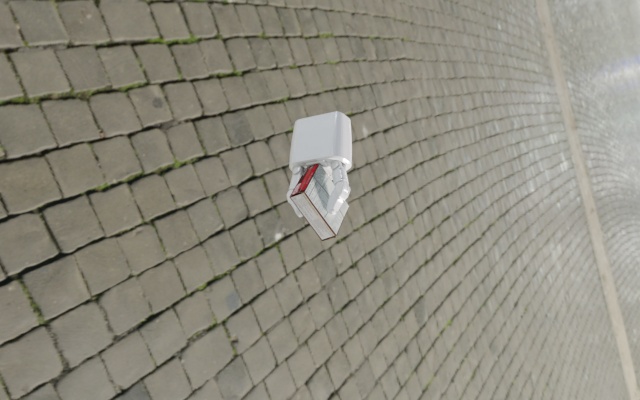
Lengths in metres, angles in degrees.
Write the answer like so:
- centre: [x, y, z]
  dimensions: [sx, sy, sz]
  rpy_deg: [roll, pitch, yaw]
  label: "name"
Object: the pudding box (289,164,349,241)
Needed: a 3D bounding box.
- centre: [0.000, 0.003, 0.872]
  dimensions: [0.039, 0.113, 0.090]
  rpy_deg: [-19, 29, 36]
  label: "pudding box"
